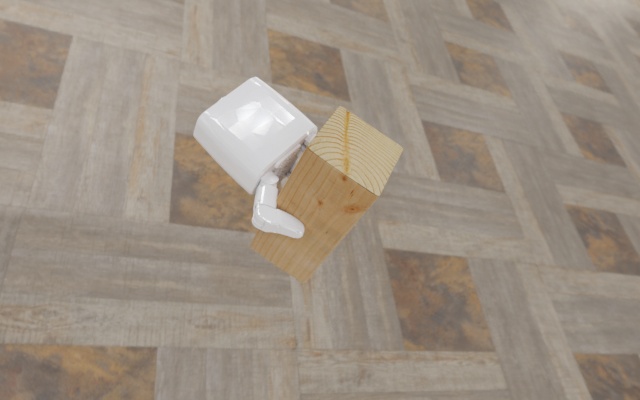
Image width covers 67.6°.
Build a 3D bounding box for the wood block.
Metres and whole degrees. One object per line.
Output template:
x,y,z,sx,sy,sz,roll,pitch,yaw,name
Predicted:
0.000,0.002,0.579,0.090,0.090,0.206,34,-42,-1,wood block
